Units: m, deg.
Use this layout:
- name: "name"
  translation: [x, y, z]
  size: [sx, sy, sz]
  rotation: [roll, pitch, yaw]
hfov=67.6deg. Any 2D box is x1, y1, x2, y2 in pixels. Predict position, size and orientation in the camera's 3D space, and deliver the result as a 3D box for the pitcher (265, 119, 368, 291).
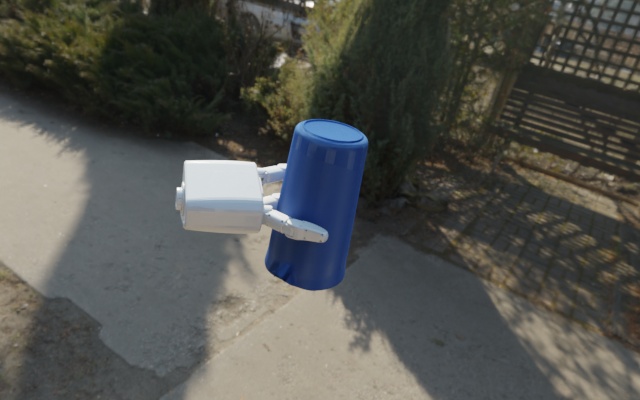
- name: "pitcher"
  translation: [0.000, 0.002, 0.740]
  size: [0.145, 0.243, 0.149]
  rotation: [3, 27, -18]
